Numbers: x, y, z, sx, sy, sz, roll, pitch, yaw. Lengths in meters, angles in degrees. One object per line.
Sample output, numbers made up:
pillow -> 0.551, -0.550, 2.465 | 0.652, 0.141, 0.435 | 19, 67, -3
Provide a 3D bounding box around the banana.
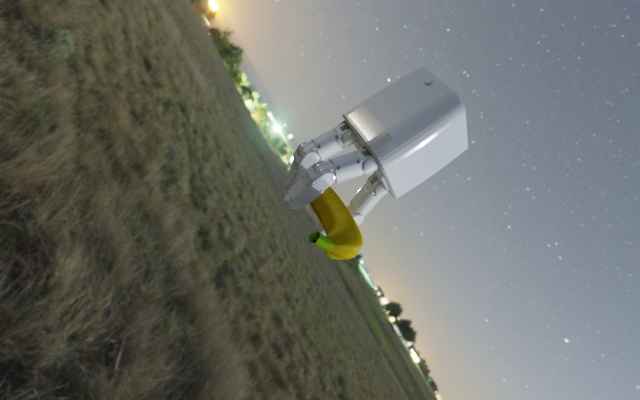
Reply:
banana -> 0.011, 0.017, 0.525 | 0.037, 0.070, 0.197 | -37, 20, 6
